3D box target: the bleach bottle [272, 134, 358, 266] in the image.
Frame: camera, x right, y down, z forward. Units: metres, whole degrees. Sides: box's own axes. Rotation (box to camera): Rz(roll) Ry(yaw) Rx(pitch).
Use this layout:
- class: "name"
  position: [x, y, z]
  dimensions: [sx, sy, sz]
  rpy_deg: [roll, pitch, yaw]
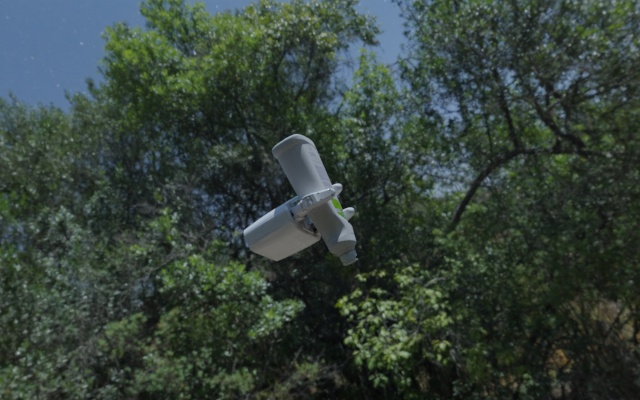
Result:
- class: "bleach bottle"
  position: [0.000, 0.003, 0.892]
  dimensions: [0.068, 0.250, 0.102]
  rpy_deg: [-30, -15, 17]
